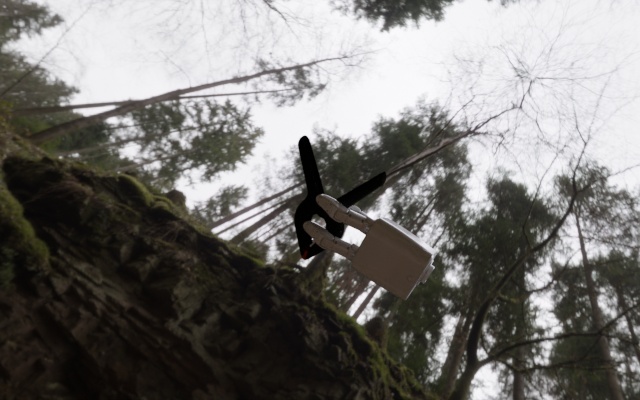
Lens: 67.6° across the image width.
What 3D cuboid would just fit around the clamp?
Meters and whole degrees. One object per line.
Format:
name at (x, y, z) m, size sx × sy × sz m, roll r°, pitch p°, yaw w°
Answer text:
clamp at (0.000, 0.003, 0.815) m, size 0.164 × 0.210 × 0.036 m, roll 34°, pitch 25°, yaw 19°
